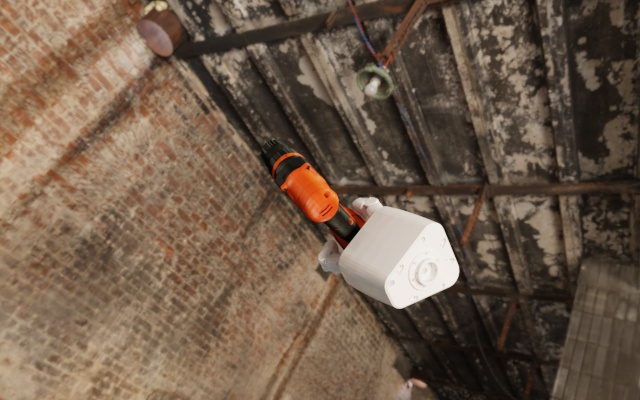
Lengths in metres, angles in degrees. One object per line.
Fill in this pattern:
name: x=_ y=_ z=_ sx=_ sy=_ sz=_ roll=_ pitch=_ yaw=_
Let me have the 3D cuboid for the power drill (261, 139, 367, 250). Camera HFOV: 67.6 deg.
power drill: x=0.001 y=0.003 z=0.691 sx=0.188 sy=0.057 sz=0.184 roll=43 pitch=5 yaw=-42
